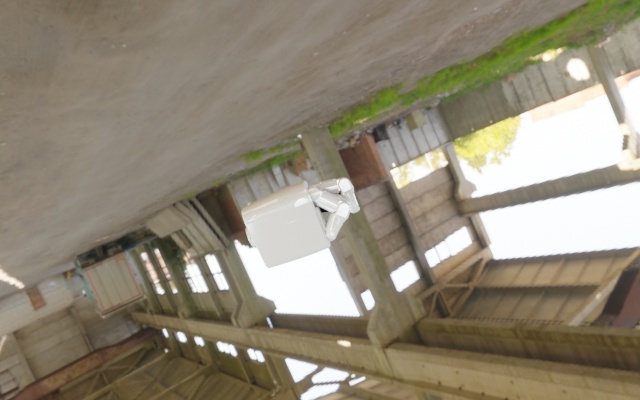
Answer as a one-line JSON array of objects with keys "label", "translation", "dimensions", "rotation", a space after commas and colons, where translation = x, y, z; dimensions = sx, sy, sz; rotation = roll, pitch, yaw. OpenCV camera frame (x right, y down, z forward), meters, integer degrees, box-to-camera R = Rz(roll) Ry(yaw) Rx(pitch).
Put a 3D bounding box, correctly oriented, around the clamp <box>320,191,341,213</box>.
[{"label": "clamp", "translation": [0.000, 0.003, 0.846], "dimensions": [0.120, 0.039, 0.171], "rotation": [-19, 2, 1]}]
